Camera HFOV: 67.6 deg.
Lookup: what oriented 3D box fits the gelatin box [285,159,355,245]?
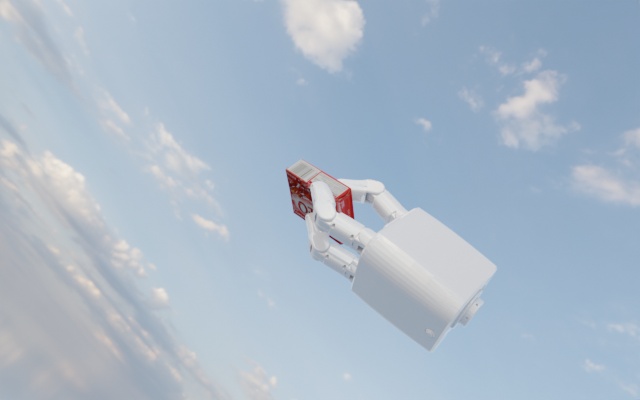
[{"bbox_3d":[0.000,0.001,0.570,0.030,0.073,0.089,-35,49,-27],"label":"gelatin box"}]
